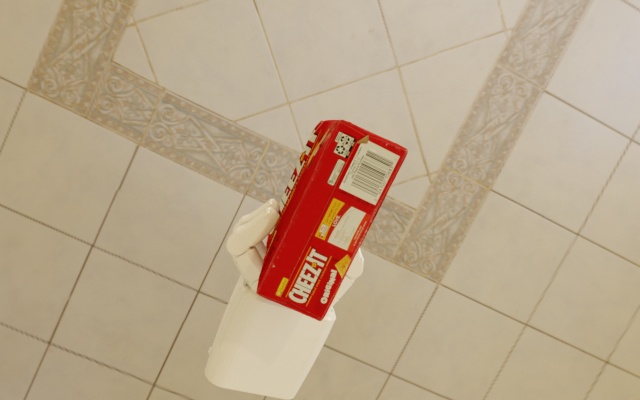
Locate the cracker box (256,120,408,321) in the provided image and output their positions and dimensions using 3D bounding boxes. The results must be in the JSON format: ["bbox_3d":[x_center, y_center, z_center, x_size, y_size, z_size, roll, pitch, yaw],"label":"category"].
[{"bbox_3d":[0.000,0.002,0.492,0.072,0.164,0.213,25,7,-8],"label":"cracker box"}]
